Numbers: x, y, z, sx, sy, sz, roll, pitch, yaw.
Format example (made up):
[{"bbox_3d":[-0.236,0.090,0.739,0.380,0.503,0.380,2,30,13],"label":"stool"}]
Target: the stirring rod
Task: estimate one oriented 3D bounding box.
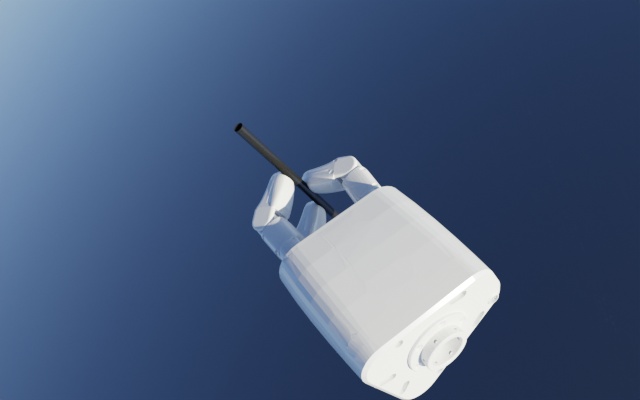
[{"bbox_3d":[0.000,0.001,0.446,0.011,0.011,0.240,0,-28,36],"label":"stirring rod"}]
